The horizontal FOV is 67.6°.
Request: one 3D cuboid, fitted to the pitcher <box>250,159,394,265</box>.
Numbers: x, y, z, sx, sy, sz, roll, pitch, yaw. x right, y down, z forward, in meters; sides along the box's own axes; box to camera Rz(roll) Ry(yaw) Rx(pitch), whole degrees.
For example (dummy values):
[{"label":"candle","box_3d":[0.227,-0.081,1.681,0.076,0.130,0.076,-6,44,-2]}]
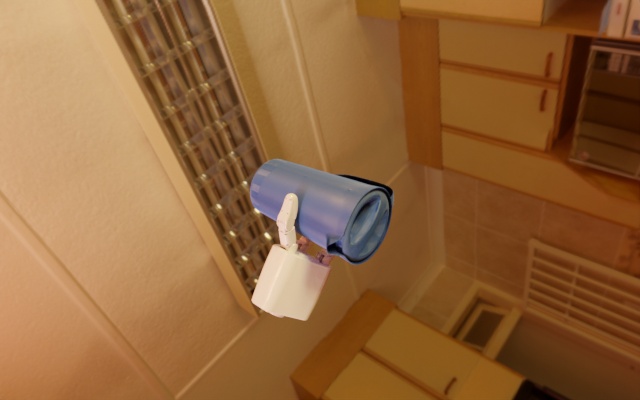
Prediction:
[{"label":"pitcher","box_3d":[0.000,0.003,0.843,0.242,0.145,0.149,23,0,36]}]
